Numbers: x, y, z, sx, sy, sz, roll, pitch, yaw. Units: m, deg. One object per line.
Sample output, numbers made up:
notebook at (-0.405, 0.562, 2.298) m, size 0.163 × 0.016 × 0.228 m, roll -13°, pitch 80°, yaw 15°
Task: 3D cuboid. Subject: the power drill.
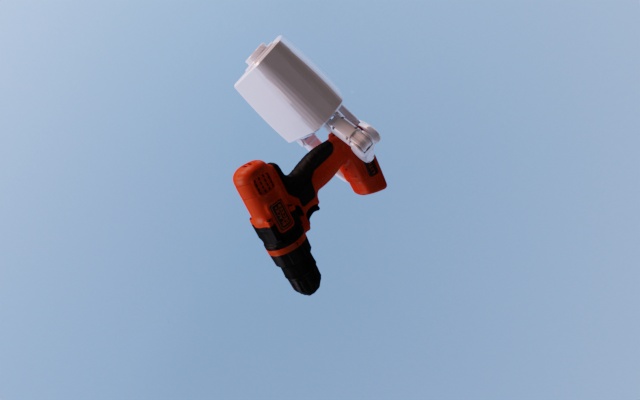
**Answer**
power drill at (0.000, 0.002, 0.606) m, size 0.187 × 0.184 × 0.057 m, roll -38°, pitch 25°, yaw -30°
